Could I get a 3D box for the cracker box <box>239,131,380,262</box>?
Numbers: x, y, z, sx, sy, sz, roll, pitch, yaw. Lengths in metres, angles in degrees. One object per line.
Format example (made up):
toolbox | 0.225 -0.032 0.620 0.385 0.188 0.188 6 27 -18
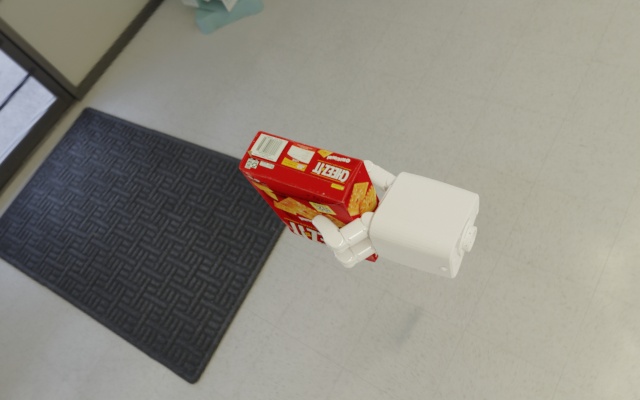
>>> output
cracker box | 0.000 0.002 0.690 0.164 0.072 0.214 19 -20 26
